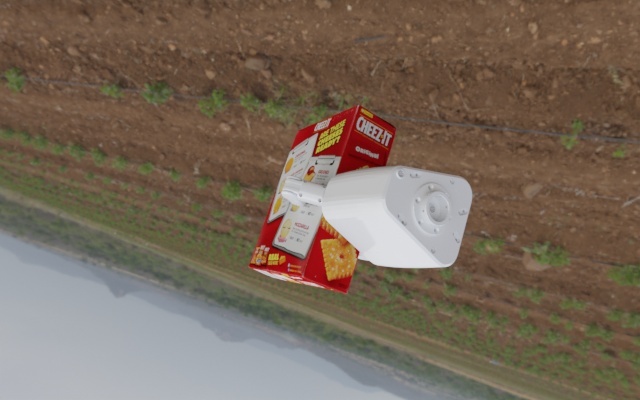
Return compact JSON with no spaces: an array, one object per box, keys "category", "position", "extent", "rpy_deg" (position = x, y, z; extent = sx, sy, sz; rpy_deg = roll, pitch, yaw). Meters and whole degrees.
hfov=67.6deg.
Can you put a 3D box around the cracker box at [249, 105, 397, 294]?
[{"category":"cracker box","position":[0.000,0.002,0.616],"extent":[0.072,0.213,0.164],"rpy_deg":[26,-16,-26]}]
